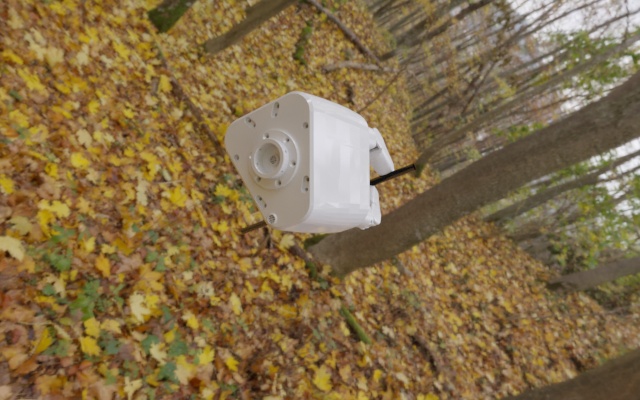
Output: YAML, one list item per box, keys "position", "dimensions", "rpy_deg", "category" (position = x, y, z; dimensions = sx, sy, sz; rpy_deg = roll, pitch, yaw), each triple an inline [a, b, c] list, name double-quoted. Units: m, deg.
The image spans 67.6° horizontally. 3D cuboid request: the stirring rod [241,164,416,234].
- position: [0.000, 0.002, 0.568]
  dimensions: [0.239, 0.011, 0.011]
  rpy_deg: [-21, -10, 26]
  category: "stirring rod"
